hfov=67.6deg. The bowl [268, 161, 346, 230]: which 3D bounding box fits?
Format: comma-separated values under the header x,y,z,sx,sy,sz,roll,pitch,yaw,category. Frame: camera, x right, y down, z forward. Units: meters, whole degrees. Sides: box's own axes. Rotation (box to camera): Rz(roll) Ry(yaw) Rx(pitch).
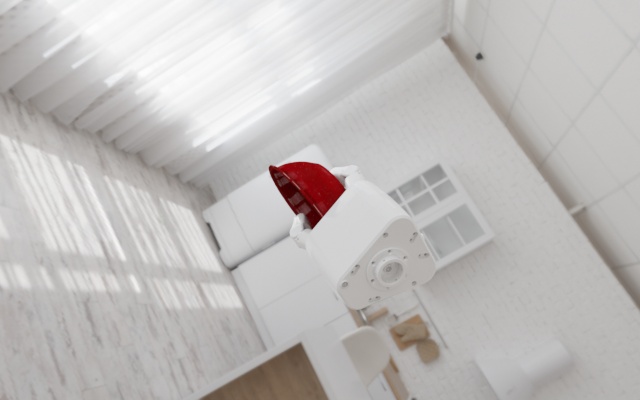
x,y,z,sx,sy,sz,roll,pitch,yaw,category
0.000,0.001,0.647,0.055,0.162,0.162,-39,9,-12,bowl
